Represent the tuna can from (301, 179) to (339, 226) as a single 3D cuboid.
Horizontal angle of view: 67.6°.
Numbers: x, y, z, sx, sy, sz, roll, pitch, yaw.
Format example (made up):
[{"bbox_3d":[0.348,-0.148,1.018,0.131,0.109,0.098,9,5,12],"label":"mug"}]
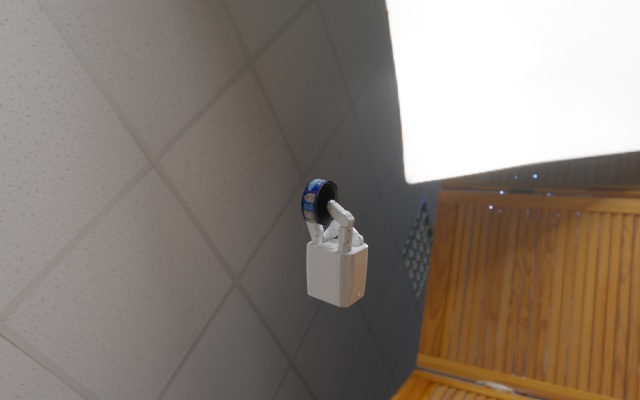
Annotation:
[{"bbox_3d":[0.000,0.003,0.896,0.034,0.086,0.086,10,5,30],"label":"tuna can"}]
